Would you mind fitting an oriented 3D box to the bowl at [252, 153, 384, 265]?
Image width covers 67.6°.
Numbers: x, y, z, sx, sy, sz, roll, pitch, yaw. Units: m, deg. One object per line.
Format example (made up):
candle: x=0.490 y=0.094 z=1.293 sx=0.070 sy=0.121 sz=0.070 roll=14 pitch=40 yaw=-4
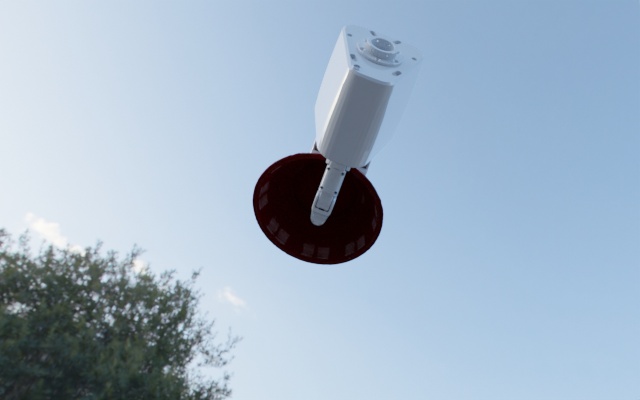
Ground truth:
bowl: x=-0.001 y=0.003 z=0.598 sx=0.162 sy=0.162 sz=0.055 roll=0 pitch=32 yaw=13
